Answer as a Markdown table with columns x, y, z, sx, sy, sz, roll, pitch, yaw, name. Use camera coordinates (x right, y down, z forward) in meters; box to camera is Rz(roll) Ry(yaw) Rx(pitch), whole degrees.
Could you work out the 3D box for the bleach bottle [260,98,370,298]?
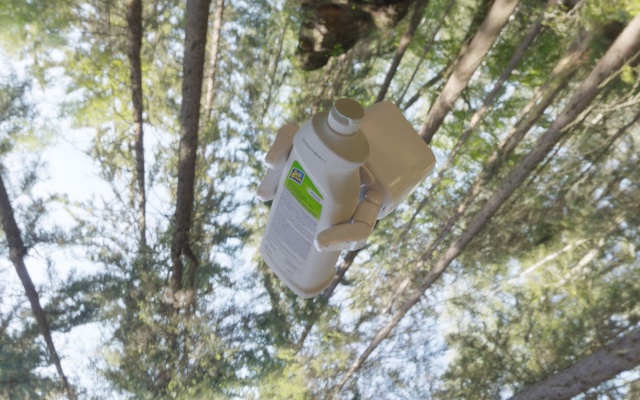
| x | y | z | sx | sy | sz | roll | pitch | yaw | name |
| --- | --- | --- | --- | --- | --- | --- | --- | --- | --- |
| 0.000 | 0.002 | 0.513 | 0.068 | 0.102 | 0.251 | -35 | -21 | -37 | bleach bottle |
